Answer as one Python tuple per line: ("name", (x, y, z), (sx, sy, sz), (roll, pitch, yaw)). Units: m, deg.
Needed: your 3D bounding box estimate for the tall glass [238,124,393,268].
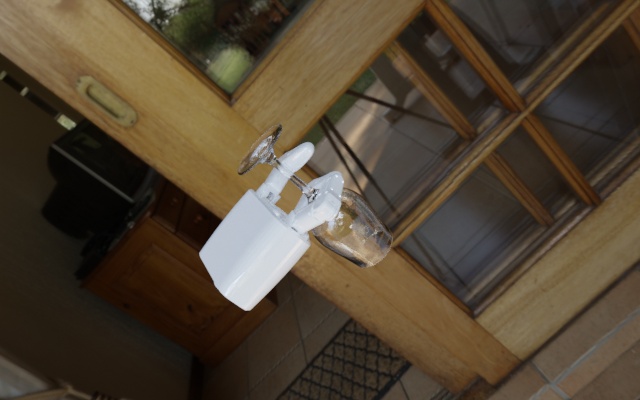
("tall glass", (0.000, 0.001, 0.578), (0.201, 0.079, 0.079), (40, -18, -22))
